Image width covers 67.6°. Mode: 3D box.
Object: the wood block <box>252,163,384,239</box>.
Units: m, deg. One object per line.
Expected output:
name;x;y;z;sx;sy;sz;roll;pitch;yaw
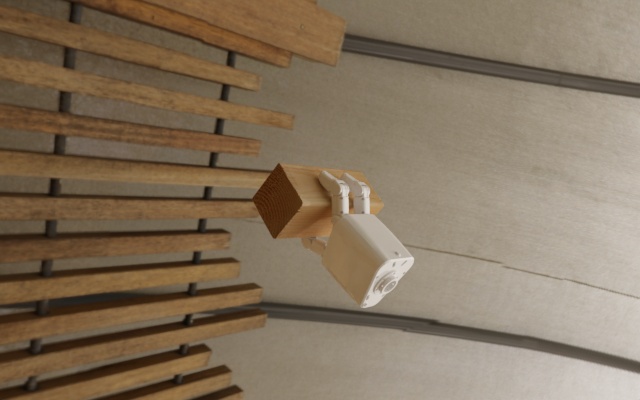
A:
wood block;0.000;0.003;0.826;0.206;0.090;0.091;2;-43;-47
